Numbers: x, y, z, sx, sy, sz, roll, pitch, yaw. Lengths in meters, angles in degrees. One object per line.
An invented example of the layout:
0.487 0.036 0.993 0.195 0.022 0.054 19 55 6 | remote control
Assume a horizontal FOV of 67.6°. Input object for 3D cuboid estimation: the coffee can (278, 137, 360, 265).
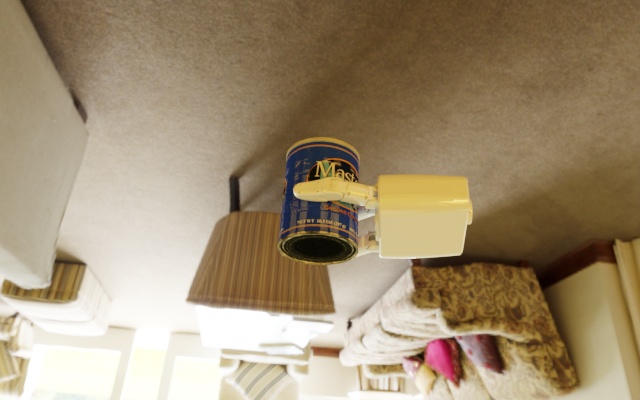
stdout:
0.000 0.002 0.635 0.103 0.140 0.103 3 -29 1 | coffee can
